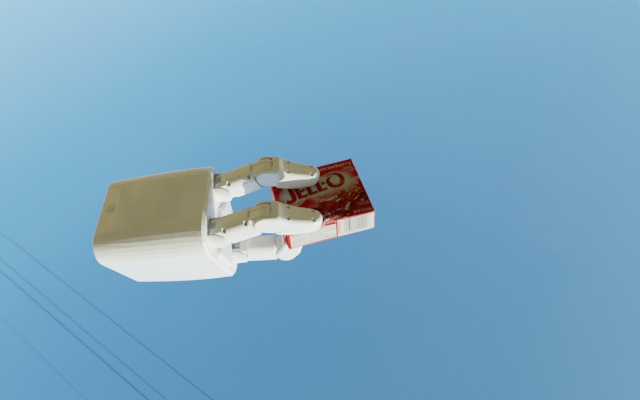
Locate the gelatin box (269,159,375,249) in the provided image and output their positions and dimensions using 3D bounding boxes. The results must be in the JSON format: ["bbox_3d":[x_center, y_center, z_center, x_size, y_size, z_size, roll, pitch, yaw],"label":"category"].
[{"bbox_3d":[0.000,0.002,0.468,0.089,0.073,0.030,-14,-39,-8],"label":"gelatin box"}]
